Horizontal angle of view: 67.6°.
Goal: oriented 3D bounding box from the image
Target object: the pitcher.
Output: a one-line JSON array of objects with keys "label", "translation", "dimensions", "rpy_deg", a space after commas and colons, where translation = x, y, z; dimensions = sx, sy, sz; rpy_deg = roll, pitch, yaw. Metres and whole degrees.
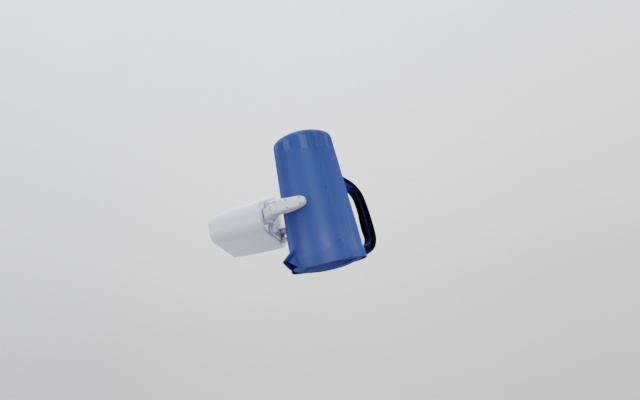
[{"label": "pitcher", "translation": [0.000, 0.003, 0.849], "dimensions": [0.145, 0.242, 0.149], "rpy_deg": [-16, -13, 15]}]
